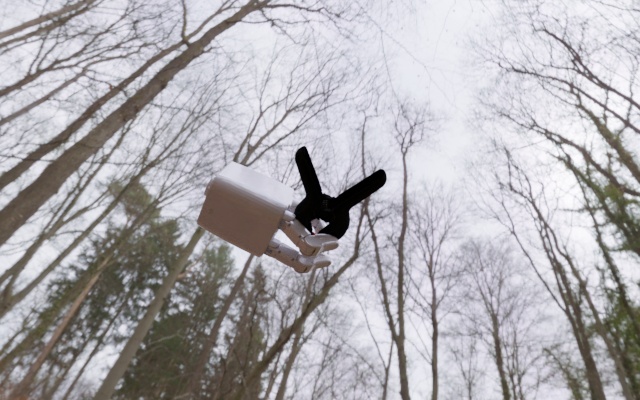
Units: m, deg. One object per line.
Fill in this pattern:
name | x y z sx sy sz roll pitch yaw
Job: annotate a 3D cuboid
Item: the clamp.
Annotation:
clamp | 0.000 0.002 0.649 0.120 0.171 0.039 27 35 -5
